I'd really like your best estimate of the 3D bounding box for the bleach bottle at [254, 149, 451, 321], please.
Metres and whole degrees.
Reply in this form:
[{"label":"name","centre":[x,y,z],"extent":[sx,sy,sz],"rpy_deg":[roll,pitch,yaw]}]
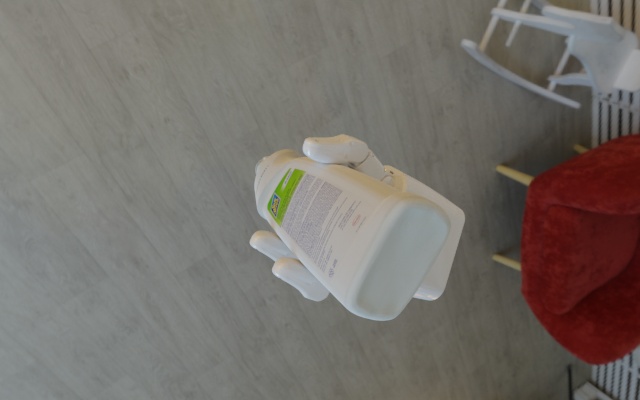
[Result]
[{"label":"bleach bottle","centre":[0.000,0.002,0.443],"extent":[0.068,0.102,0.250],"rpy_deg":[24,9,-35]}]
